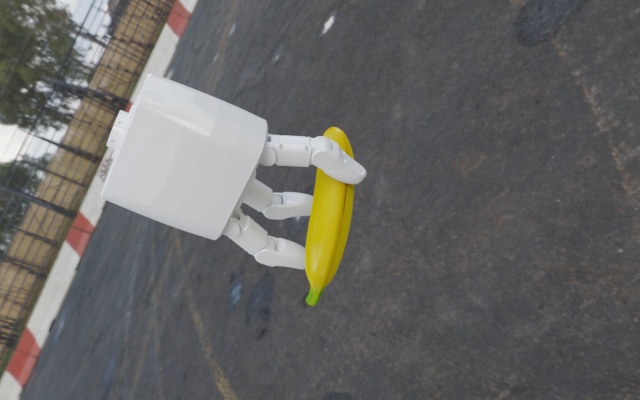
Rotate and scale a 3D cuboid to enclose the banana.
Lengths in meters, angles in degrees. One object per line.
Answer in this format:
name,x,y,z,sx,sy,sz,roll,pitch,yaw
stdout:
banana,0.007,-0.001,0.469,0.037,0.197,0.070,18,-25,-19
